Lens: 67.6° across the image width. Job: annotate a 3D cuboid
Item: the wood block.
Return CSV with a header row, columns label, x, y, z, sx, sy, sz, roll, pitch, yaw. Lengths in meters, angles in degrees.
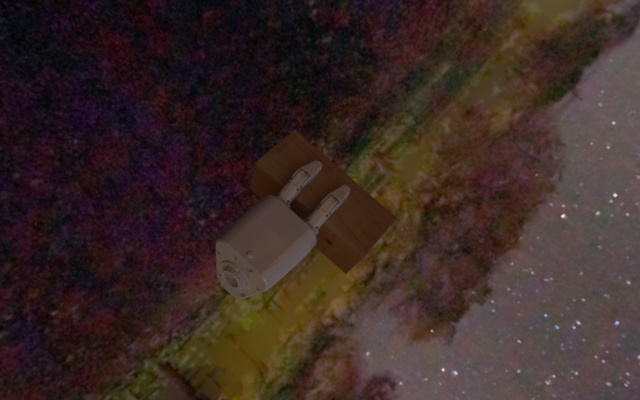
label,x,y,z,sx,sy,sz,roll,pitch,yaw
wood block,0.000,0.003,0.736,0.090,0.206,0.091,-45,-6,-28
